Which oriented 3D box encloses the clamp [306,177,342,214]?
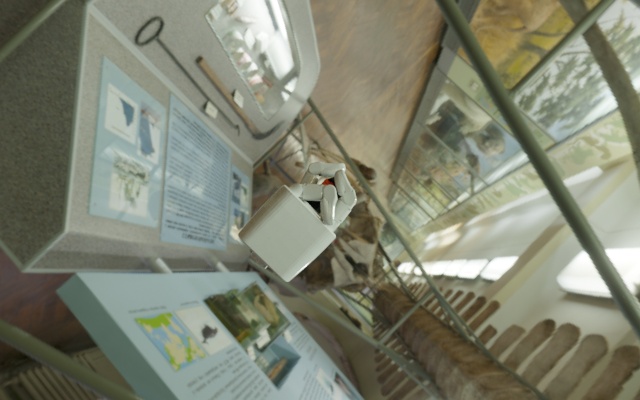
[{"bbox_3d":[0.001,0.003,0.831,0.039,0.120,0.171,43,-3,8],"label":"clamp"}]
